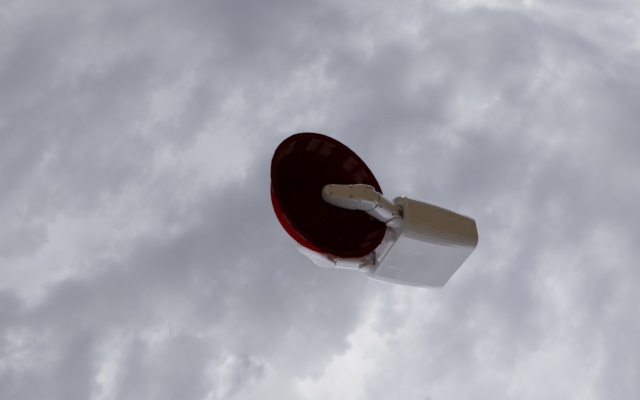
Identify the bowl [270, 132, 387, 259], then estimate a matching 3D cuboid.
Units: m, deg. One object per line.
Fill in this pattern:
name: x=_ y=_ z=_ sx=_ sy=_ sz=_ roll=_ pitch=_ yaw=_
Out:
bowl: x=-0.001 y=0.001 z=0.559 sx=0.162 sy=0.162 sz=0.055 roll=0 pitch=-27 yaw=-39
